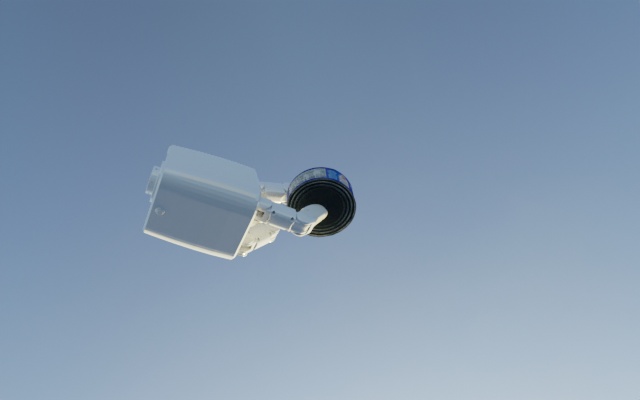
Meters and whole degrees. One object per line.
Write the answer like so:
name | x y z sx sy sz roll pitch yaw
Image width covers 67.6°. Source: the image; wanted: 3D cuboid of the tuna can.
tuna can | 0.000 0.002 0.596 0.086 0.086 0.033 0 33 -4
